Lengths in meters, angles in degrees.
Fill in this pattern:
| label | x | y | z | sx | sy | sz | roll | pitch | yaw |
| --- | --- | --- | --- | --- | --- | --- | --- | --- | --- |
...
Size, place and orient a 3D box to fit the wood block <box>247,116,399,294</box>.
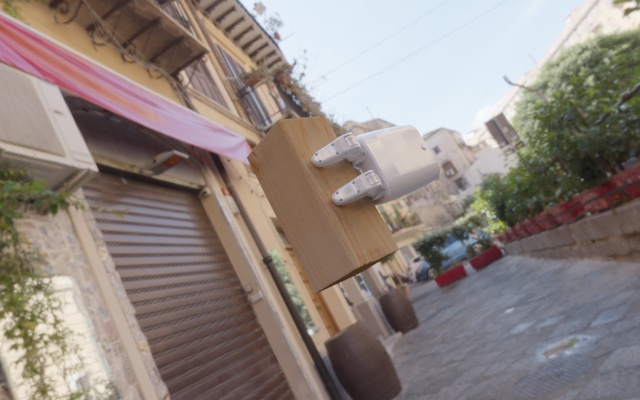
| label | x | y | z | sx | sy | sz | roll | pitch | yaw |
| --- | --- | --- | --- | --- | --- | --- | --- | --- | --- |
| wood block | 0.000 | 0.002 | 0.626 | 0.090 | 0.206 | 0.091 | -15 | -18 | -44 |
